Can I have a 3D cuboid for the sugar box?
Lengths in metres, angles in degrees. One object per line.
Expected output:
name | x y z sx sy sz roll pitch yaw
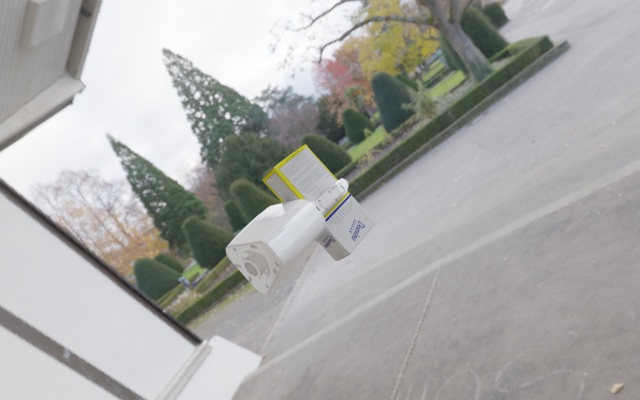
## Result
sugar box | 0.000 0.003 0.763 0.048 0.176 0.093 -35 6 47
